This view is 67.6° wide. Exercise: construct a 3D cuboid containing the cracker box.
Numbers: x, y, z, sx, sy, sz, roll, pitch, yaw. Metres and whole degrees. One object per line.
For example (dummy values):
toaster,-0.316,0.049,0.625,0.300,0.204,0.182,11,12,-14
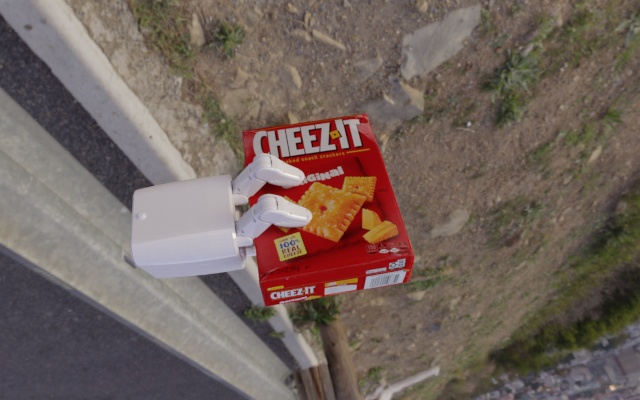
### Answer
cracker box,0.000,0.002,0.560,0.164,0.213,0.072,-9,-35,-5
